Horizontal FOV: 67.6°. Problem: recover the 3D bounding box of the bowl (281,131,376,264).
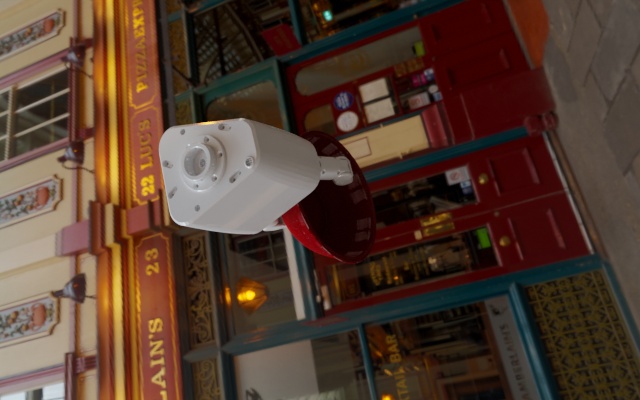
[{"bbox_3d":[0.001,0.002,0.566,0.055,0.162,0.162,-23,-13,33],"label":"bowl"}]
